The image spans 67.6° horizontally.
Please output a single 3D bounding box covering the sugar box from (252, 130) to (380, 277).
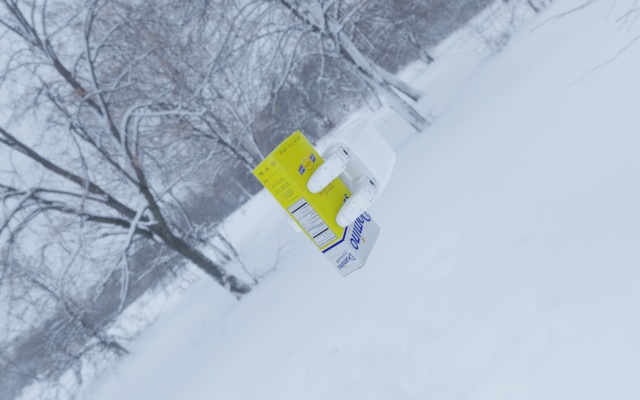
[{"bbox_3d":[0.000,0.002,0.609,0.048,0.176,0.093,-38,9,33],"label":"sugar box"}]
